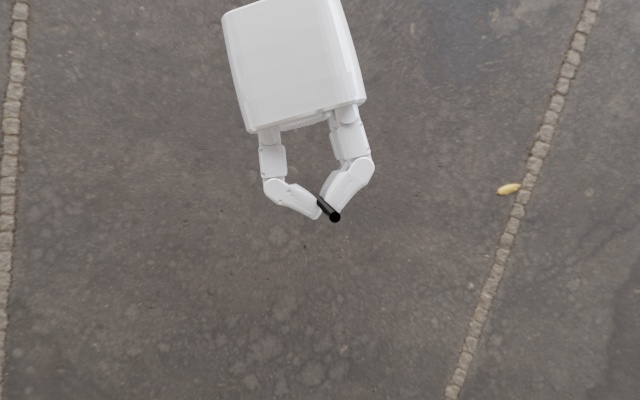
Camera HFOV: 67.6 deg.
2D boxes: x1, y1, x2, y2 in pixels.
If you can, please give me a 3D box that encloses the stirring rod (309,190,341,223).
[{"bbox_3d":[0.000,0.001,0.447,0.011,0.011,0.239,0,5,-5],"label":"stirring rod"}]
